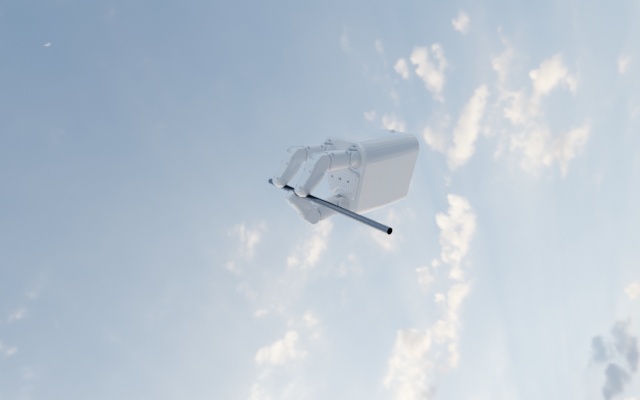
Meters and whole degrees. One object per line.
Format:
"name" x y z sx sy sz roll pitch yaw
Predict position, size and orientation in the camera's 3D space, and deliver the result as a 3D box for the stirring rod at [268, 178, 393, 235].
"stirring rod" 0.000 0.002 0.571 0.011 0.011 0.239 0 14 -37
